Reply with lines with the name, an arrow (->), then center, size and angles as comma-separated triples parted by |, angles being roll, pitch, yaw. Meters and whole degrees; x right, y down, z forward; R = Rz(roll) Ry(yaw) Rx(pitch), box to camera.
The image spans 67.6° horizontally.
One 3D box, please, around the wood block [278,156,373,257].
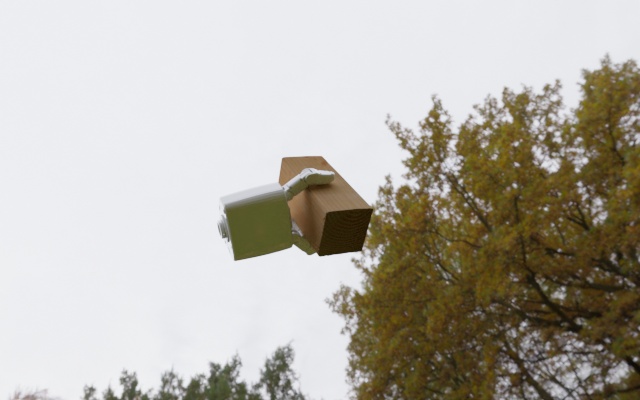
wood block -> 0.000, 0.003, 0.872 | 0.090, 0.091, 0.206 | -4, 32, -26
